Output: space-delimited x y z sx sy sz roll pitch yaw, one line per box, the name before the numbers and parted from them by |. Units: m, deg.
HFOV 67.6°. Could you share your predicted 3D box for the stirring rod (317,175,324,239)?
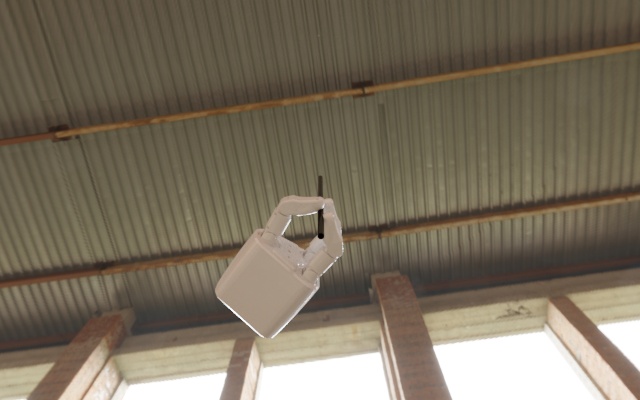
stirring rod | 0.000 0.002 0.666 0.011 0.011 0.239 0 19 0
